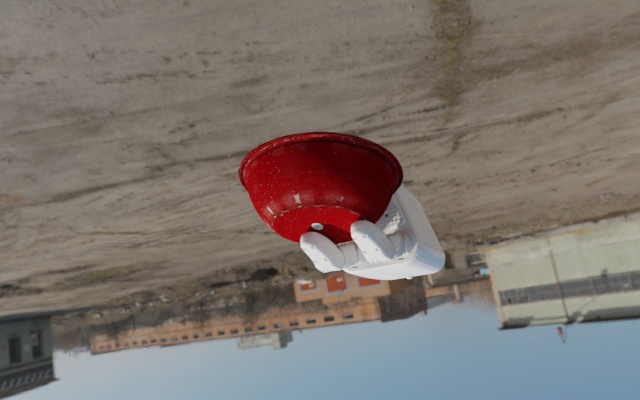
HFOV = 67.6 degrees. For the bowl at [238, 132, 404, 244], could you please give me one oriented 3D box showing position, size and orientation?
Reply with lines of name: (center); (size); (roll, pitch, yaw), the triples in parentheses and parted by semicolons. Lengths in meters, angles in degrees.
bowl: (-0.001, 0.001, 0.461); (0.162, 0.055, 0.162); (1, -27, 0)
